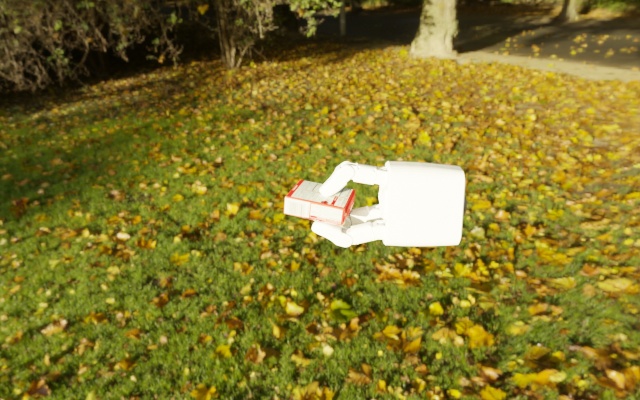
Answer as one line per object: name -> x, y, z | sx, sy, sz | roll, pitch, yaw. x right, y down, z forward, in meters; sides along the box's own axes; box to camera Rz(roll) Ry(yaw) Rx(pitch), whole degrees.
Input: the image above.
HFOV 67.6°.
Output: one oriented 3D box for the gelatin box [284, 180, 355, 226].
gelatin box -> 0.000, 0.002, 0.690 | 0.089, 0.030, 0.073 | 12, 25, 10
